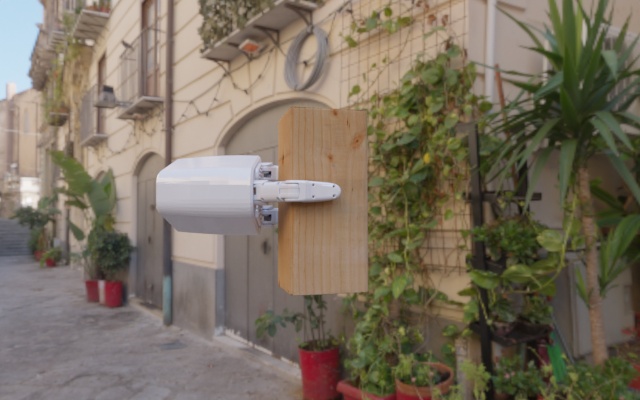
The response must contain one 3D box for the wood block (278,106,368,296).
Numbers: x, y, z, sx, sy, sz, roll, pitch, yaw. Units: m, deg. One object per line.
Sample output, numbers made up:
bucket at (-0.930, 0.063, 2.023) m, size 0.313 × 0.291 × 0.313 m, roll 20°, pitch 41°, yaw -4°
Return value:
wood block at (0.000, 0.002, 0.567) m, size 0.090 × 0.206 × 0.091 m, roll 0°, pitch -2°, yaw -15°
